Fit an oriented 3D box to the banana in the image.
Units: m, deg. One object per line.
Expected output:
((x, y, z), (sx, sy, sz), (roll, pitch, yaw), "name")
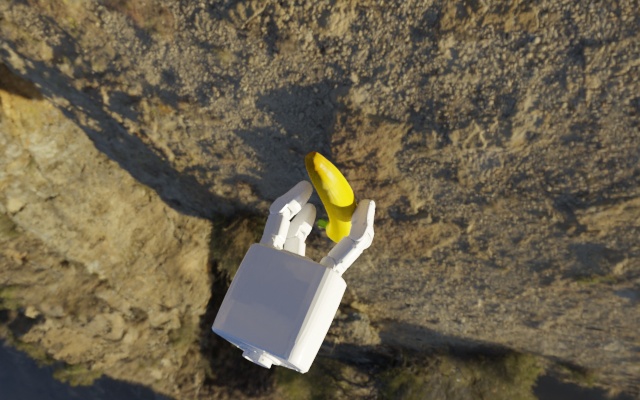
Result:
((0.017, 0.011, 0.586), (0.069, 0.037, 0.198), (25, -23, 15), "banana")
